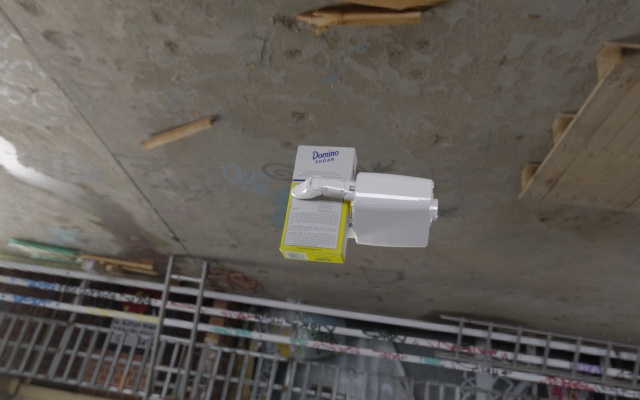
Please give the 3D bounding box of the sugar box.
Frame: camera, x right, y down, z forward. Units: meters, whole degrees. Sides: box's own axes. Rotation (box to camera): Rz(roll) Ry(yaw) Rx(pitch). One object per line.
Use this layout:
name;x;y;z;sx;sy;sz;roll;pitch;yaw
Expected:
sugar box;0.000;0.003;0.724;0.093;0.176;0.048;4;-27;11
